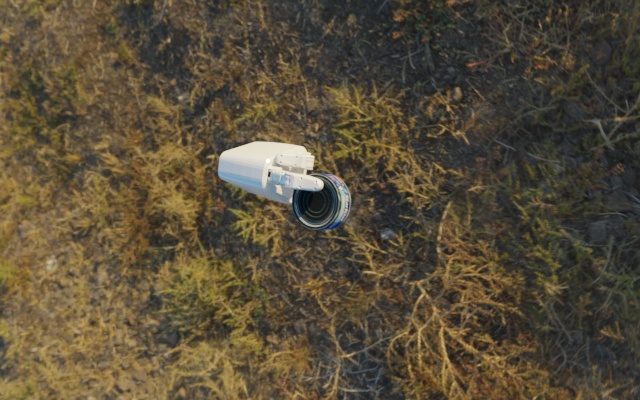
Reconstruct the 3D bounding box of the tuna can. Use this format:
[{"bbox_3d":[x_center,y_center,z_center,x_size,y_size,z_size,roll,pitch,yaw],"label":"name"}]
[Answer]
[{"bbox_3d":[0.000,0.002,0.709,0.086,0.086,0.034,0,-1,31],"label":"tuna can"}]
